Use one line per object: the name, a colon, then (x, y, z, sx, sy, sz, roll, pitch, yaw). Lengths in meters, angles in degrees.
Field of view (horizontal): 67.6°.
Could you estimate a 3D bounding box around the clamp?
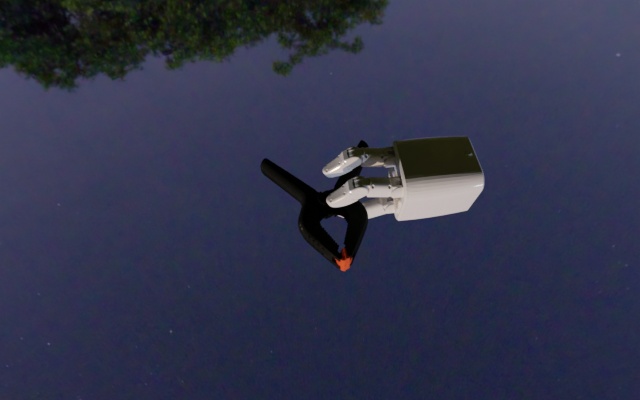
clamp: (0.000, 0.003, 0.665, 0.164, 0.209, 0.036, -7, -37, 0)
